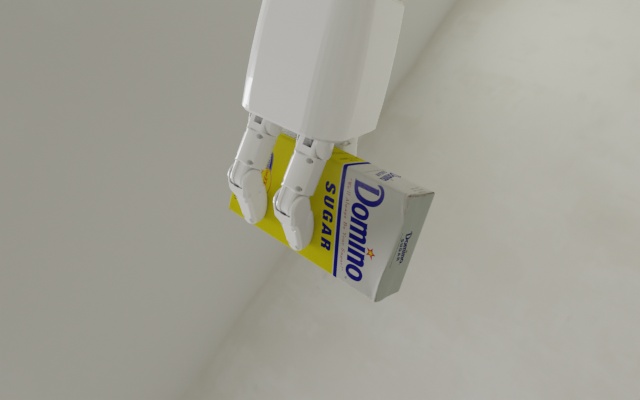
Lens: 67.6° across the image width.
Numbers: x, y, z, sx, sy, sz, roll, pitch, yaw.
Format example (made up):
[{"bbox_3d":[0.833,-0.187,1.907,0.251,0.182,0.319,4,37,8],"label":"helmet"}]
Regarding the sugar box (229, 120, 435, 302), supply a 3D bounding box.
[{"bbox_3d":[0.000,0.001,0.411,0.176,0.093,0.048,29,23,34],"label":"sugar box"}]
